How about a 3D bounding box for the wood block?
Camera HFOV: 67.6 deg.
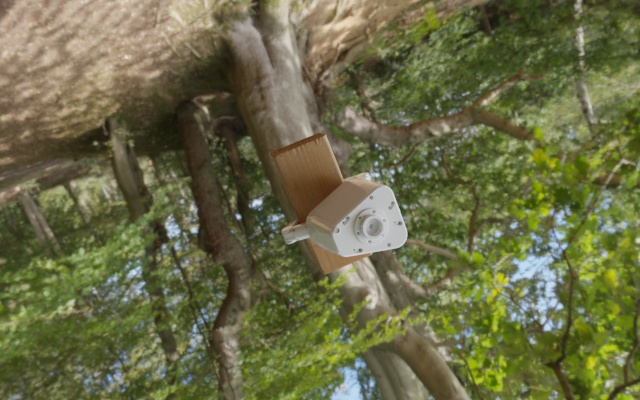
[{"bbox_3d":[0.000,0.003,0.783,0.091,0.206,0.090,-22,12,-3],"label":"wood block"}]
